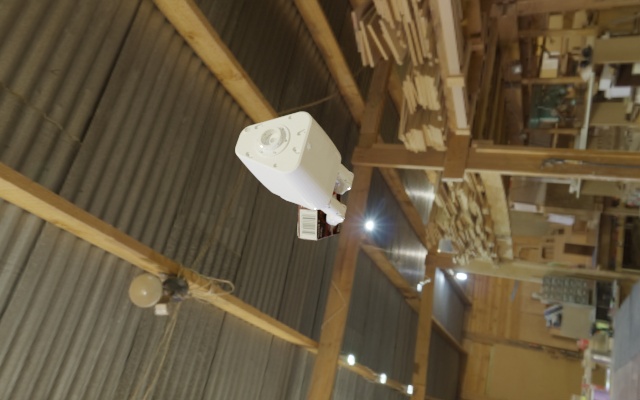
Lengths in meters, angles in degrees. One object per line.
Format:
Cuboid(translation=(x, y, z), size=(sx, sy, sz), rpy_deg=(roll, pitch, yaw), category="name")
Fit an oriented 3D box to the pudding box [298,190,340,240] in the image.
Cuboid(translation=(0.000, 0.003, 0.769), size=(0.039, 0.113, 0.090), rpy_deg=(5, 6, 26), category="pudding box")
